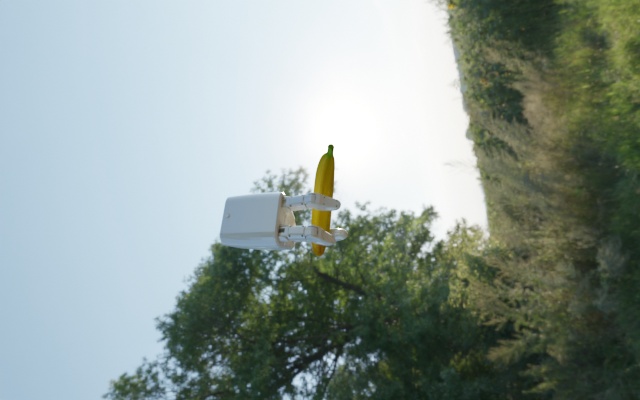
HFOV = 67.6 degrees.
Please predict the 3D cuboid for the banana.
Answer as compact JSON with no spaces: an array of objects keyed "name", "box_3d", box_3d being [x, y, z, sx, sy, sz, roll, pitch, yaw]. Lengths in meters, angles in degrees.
[{"name":"banana","box_3d":[0.003,0.000,0.861,0.037,0.198,0.069,4,-2,7]}]
